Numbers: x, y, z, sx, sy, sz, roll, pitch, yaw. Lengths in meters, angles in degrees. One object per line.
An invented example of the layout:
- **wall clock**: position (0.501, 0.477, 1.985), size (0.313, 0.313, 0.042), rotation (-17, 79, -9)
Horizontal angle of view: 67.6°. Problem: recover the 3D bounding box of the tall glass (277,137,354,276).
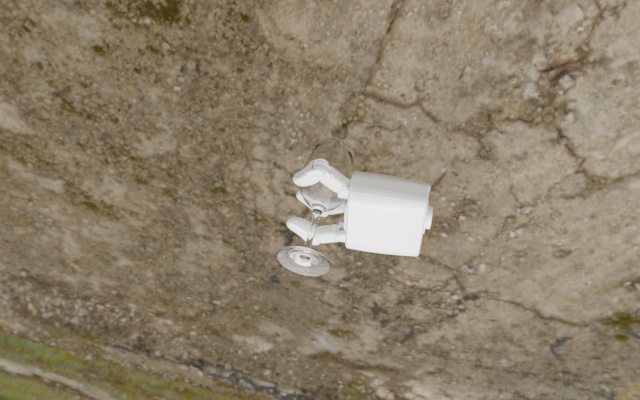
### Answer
- **tall glass**: position (0.000, 0.003, 0.684), size (0.079, 0.201, 0.079), rotation (10, -35, 7)
